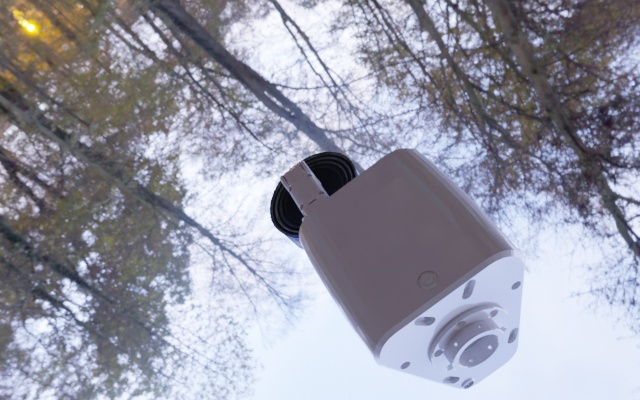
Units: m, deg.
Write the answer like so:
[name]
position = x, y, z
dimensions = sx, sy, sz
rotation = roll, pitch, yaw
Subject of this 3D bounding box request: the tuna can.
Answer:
[tuna can]
position = 0.000, 0.002, 0.416
dimensions = 0.086, 0.086, 0.034
rotation = 0, -32, 36
